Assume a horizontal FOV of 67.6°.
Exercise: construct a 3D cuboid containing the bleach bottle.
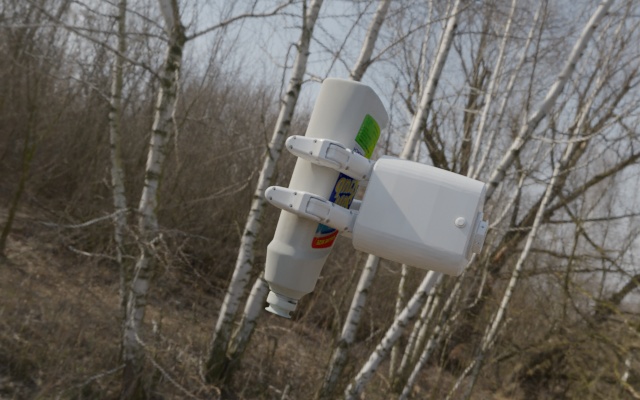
[{"bbox_3d":[0.000,0.002,0.518,0.068,0.251,0.102,16,-8,23],"label":"bleach bottle"}]
